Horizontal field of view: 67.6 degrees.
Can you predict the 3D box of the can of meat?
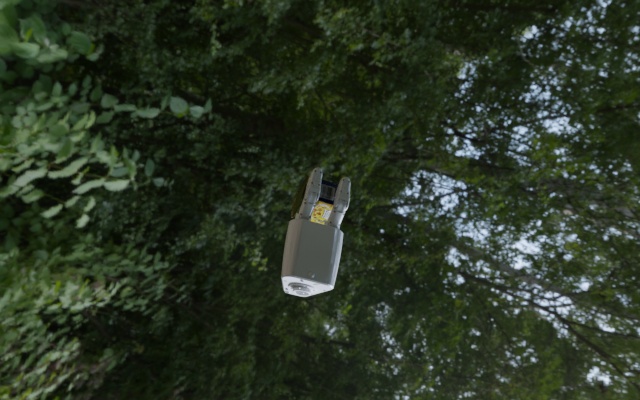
[{"bbox_3d":[0.000,0.003,0.890,0.084,0.057,0.102,16,-31,-12],"label":"can of meat"}]
